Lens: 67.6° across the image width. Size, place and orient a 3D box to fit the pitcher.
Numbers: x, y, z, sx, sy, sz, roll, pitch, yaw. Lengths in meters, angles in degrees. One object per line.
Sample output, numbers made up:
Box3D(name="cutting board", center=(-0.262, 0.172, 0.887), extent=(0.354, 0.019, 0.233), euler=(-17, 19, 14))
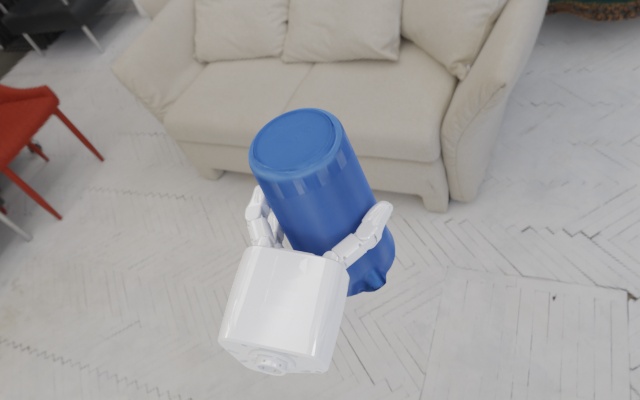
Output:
Box3D(name="pitcher", center=(0.000, 0.002, 0.595), extent=(0.149, 0.145, 0.243), euler=(0, -37, 22))
